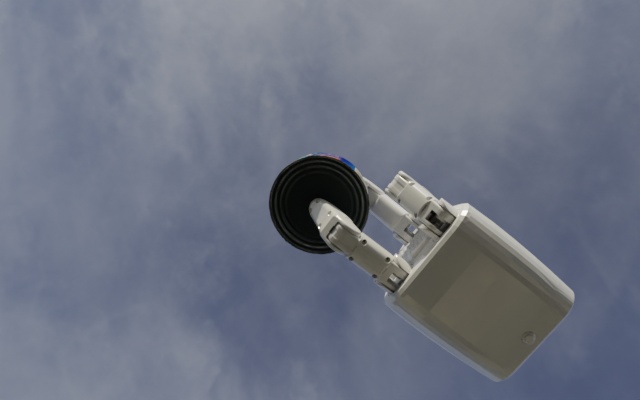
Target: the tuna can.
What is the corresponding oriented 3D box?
[{"bbox_3d":[0.000,0.001,0.420,0.086,0.086,0.033,0,12,6],"label":"tuna can"}]
